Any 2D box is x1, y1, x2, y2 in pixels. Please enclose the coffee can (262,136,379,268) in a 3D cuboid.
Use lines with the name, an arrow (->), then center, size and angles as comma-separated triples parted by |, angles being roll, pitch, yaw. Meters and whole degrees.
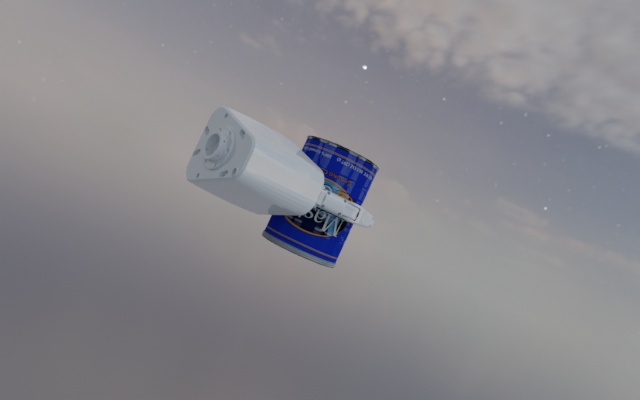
coffee can -> 0.000, 0.002, 0.615 | 0.103, 0.140, 0.103 | 25, -2, 1
